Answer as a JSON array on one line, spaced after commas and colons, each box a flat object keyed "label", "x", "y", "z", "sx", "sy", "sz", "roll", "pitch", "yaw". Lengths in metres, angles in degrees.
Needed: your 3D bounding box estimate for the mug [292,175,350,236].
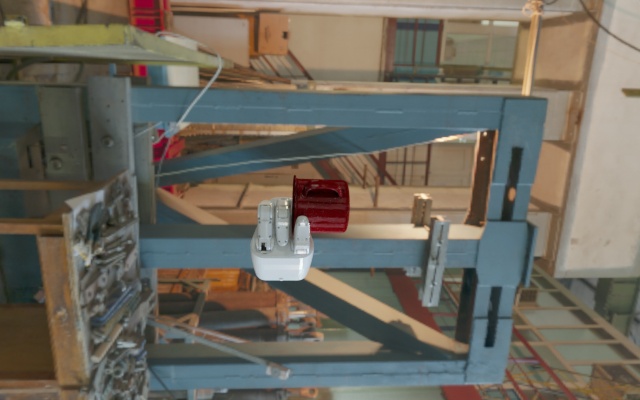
[{"label": "mug", "x": 0.000, "y": 0.002, "z": 0.715, "sx": 0.081, "sy": 0.093, "sz": 0.117, "roll": 1, "pitch": -31, "yaw": -6}]
